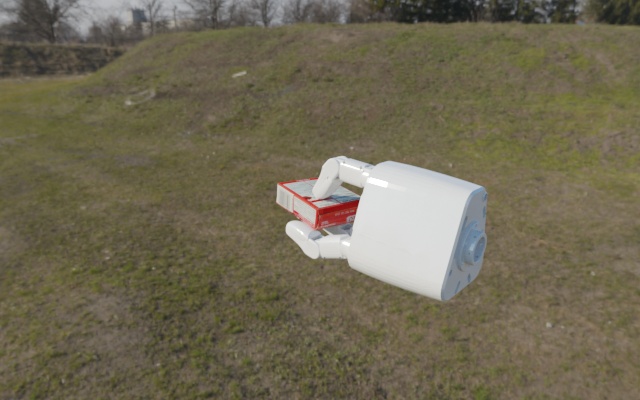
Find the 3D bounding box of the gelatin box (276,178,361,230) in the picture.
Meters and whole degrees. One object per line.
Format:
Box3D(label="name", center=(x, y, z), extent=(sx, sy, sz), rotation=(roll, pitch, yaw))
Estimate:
Box3D(label="gelatin box", center=(0.000, 0.001, 0.579), extent=(0.073, 0.030, 0.089), rotation=(-10, 28, -36))
